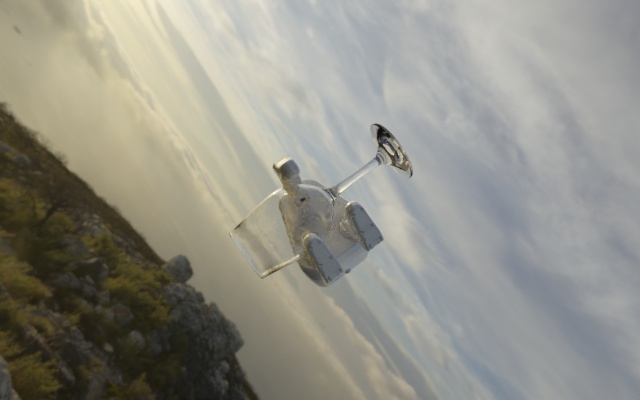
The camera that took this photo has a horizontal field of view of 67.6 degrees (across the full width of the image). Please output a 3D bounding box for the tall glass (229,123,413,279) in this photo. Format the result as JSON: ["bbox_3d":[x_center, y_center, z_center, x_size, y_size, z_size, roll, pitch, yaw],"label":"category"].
[{"bbox_3d":[0.001,0.001,0.525,0.201,0.079,0.079,-36,5,-8],"label":"tall glass"}]
